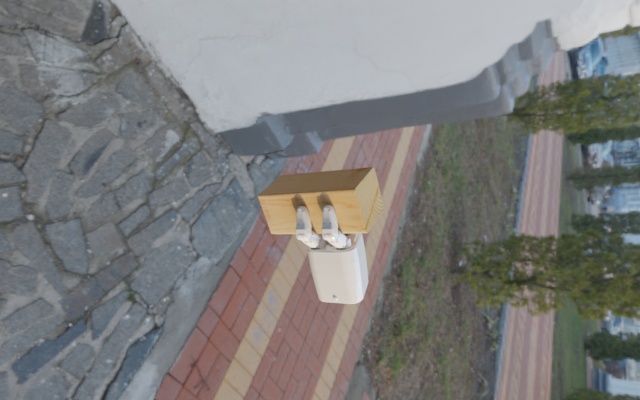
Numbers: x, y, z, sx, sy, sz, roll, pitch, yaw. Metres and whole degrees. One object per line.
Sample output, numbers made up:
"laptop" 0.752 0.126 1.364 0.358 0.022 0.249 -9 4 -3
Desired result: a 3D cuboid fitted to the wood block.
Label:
"wood block" 0.000 0.003 0.887 0.206 0.090 0.090 -3 26 31
